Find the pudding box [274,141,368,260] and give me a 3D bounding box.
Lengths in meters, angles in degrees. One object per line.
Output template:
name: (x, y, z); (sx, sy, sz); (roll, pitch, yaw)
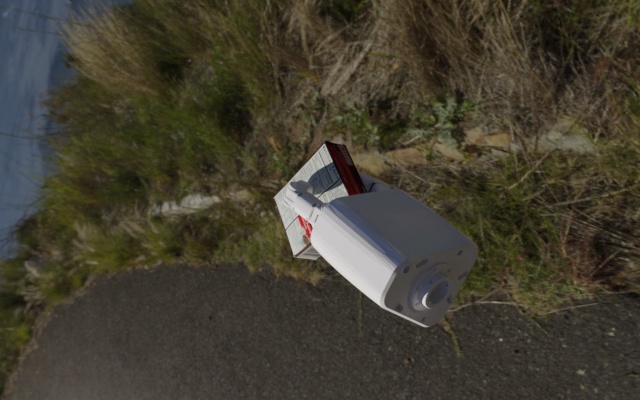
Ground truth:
pudding box: (0.000, 0.002, 0.546); (0.039, 0.090, 0.113); (9, -41, -43)
